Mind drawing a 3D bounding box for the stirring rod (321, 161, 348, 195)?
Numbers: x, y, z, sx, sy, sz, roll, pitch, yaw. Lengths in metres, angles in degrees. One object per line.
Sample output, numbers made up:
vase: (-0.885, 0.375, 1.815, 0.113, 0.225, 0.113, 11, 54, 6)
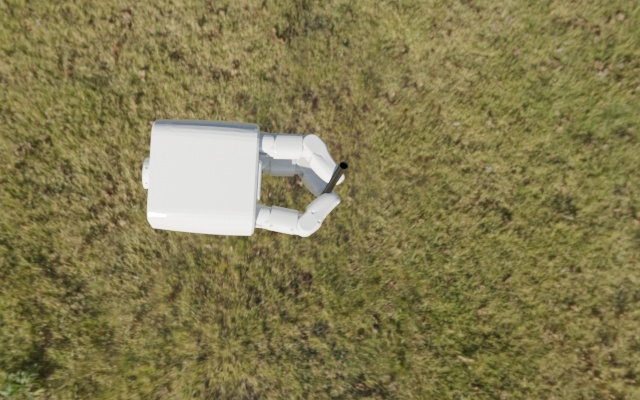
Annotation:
stirring rod: (0.000, 0.002, 0.560, 0.011, 0.011, 0.239, 0, -17, -11)
